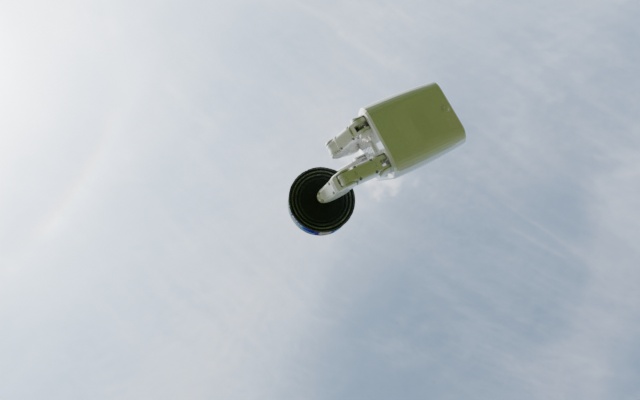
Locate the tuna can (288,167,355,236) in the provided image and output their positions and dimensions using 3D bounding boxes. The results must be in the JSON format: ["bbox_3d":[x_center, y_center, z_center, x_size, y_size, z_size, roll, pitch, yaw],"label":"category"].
[{"bbox_3d":[0.000,0.002,0.620,0.086,0.086,0.034,0,-14,-7],"label":"tuna can"}]
